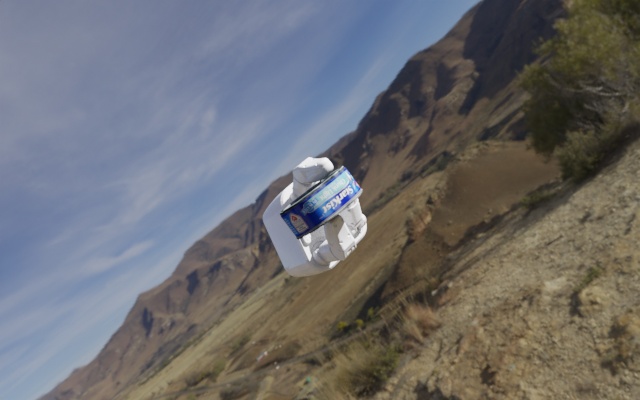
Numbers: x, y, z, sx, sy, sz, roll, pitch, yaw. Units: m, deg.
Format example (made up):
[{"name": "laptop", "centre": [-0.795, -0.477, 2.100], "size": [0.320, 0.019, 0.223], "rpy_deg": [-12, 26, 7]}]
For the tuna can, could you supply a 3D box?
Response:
[{"name": "tuna can", "centre": [0.000, 0.001, 0.497], "size": [0.086, 0.034, 0.086], "rpy_deg": [-36, 4, 3]}]
